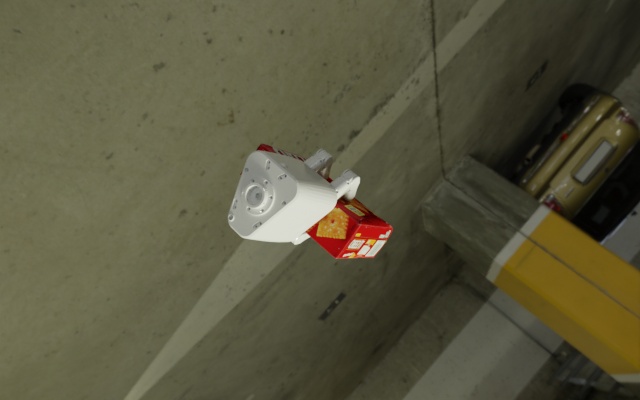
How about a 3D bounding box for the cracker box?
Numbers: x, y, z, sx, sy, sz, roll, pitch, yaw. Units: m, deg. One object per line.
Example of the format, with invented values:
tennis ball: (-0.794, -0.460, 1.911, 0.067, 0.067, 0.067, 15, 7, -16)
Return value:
cracker box: (0.000, 0.003, 0.774, 0.213, 0.072, 0.164, 40, 12, 24)
